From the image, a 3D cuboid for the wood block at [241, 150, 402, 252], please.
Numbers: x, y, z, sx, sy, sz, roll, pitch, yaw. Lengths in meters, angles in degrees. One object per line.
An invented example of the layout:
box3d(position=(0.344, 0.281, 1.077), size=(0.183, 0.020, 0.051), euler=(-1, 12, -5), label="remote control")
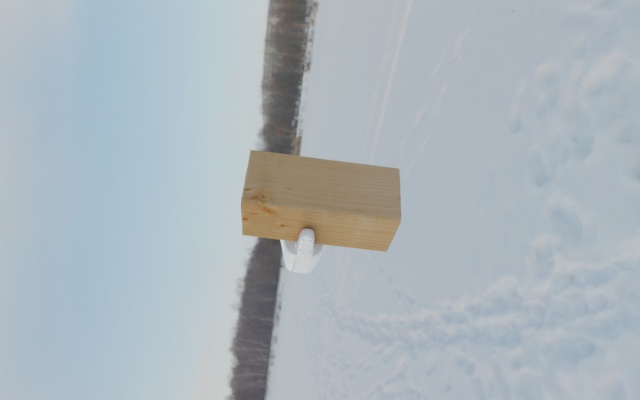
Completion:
box3d(position=(0.000, 0.003, 0.663), size=(0.206, 0.090, 0.090), euler=(7, -35, -3), label="wood block")
